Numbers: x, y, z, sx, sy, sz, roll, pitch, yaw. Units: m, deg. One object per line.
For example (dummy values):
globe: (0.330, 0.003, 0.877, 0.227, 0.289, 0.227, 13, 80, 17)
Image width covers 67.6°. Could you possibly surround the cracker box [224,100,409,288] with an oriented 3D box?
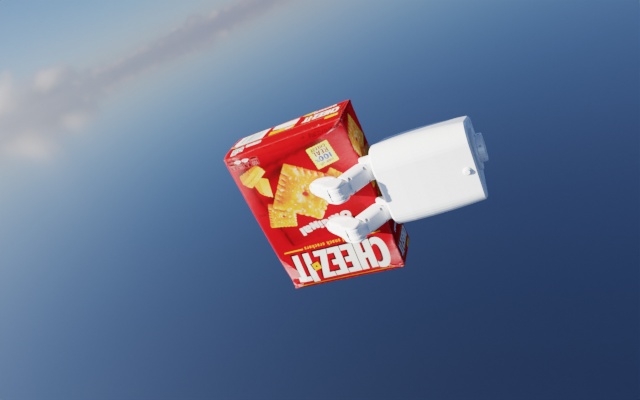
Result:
cracker box: (0.000, 0.002, 0.612, 0.164, 0.214, 0.072, -15, 25, 23)
